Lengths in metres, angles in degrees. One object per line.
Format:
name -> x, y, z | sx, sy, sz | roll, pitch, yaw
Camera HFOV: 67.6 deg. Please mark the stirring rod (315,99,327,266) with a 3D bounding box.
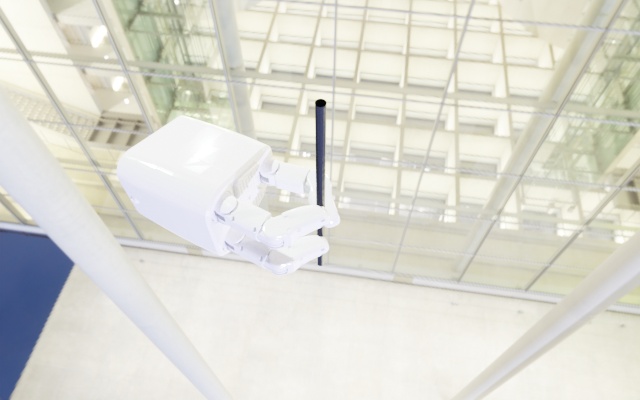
stirring rod -> 0.000, 0.001, 0.418 | 0.011, 0.011, 0.240 | 0, -33, 0
